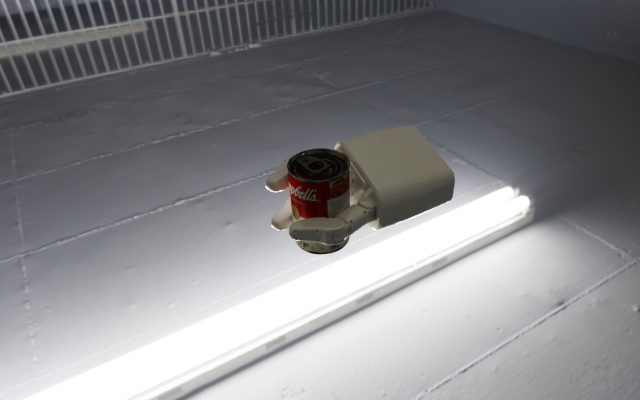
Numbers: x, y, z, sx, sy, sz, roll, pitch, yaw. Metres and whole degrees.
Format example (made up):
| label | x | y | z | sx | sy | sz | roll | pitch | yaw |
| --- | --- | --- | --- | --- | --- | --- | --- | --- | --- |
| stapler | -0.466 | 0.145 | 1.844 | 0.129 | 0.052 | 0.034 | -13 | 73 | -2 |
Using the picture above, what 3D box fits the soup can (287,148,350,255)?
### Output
| label | x | y | z | sx | sy | sz | roll | pitch | yaw |
| --- | --- | --- | --- | --- | --- | --- | --- | --- | --- |
| soup can | 0.000 | 0.002 | 0.538 | 0.068 | 0.102 | 0.068 | -2 | 35 | 1 |
